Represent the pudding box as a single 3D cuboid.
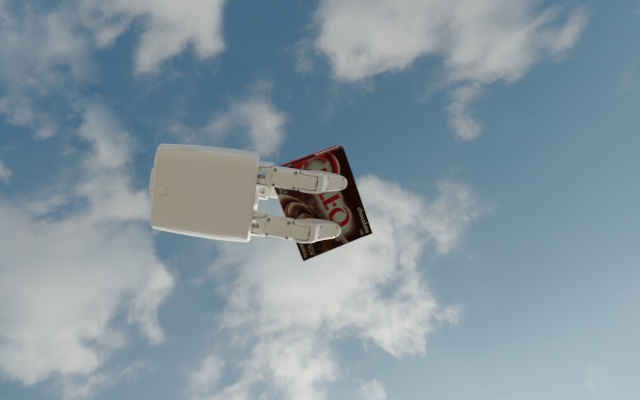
[{"bbox_3d":[0.000,0.002,0.561,0.090,0.113,0.039,-21,15,-5],"label":"pudding box"}]
